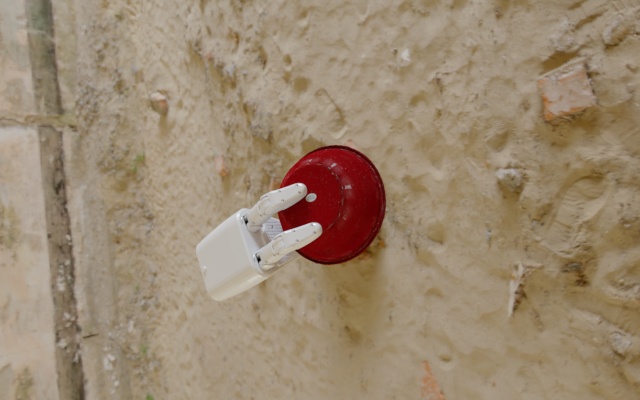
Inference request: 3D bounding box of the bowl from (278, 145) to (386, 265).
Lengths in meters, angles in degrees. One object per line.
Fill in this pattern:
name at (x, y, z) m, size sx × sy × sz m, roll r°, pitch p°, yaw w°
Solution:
bowl at (0.001, 0.001, 0.616) m, size 0.162 × 0.162 × 0.055 m, roll 0°, pitch -7°, yaw 29°
